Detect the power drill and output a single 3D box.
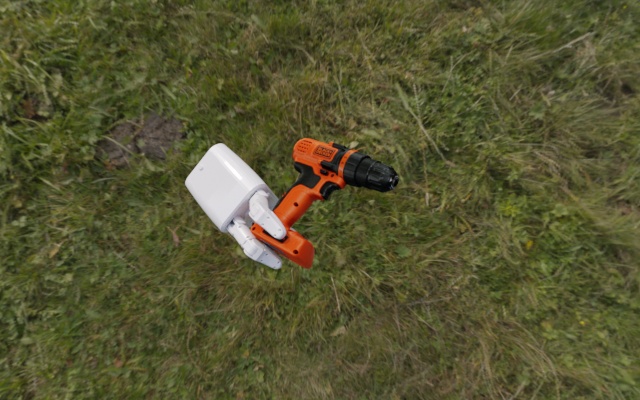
[{"bbox_3d":[0.000,0.003,0.697,0.184,0.187,0.057,22,-20,37],"label":"power drill"}]
